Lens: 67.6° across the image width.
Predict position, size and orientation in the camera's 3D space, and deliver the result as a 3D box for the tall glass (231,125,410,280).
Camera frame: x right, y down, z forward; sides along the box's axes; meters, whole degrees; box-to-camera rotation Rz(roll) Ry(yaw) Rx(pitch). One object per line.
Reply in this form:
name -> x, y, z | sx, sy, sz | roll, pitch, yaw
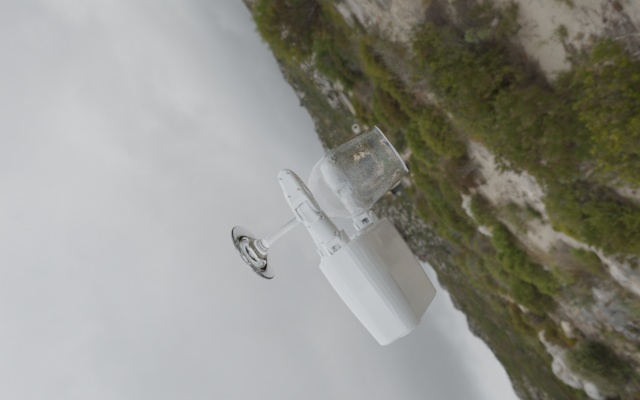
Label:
tall glass -> -0.001, 0.002, 0.531 | 0.201, 0.079, 0.079 | -37, -9, 12
